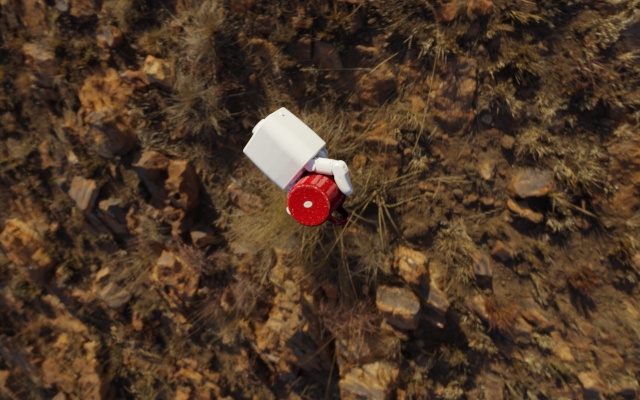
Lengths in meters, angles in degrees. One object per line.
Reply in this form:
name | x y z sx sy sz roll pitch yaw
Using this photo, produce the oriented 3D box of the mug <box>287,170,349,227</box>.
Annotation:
mug | 0.001 0.004 0.844 0.093 0.117 0.081 -48 1 29
